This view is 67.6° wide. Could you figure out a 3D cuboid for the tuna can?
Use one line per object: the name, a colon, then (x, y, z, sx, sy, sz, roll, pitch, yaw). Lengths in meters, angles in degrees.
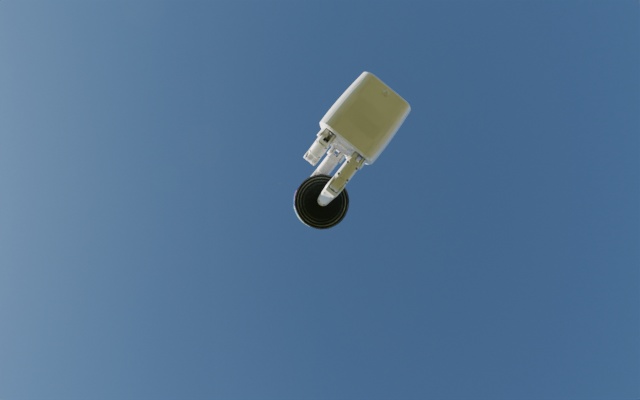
tuna can: (0.000, 0.003, 0.754, 0.086, 0.086, 0.034, 0, -2, -8)
